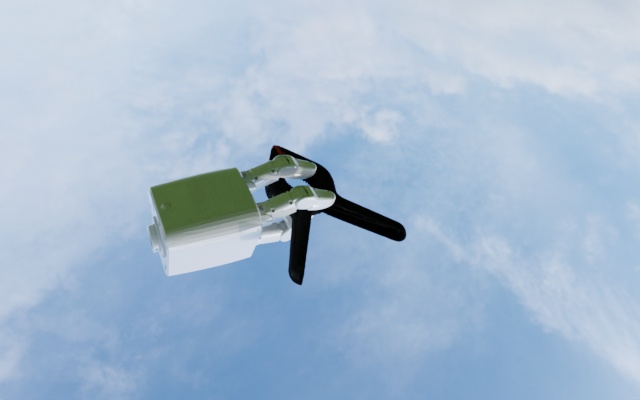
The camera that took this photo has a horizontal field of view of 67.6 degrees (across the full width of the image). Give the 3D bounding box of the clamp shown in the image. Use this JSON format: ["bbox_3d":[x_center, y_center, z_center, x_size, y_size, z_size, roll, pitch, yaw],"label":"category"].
[{"bbox_3d":[-0.001,0.002,0.613,0.164,0.210,0.036,-12,-39,-25],"label":"clamp"}]
